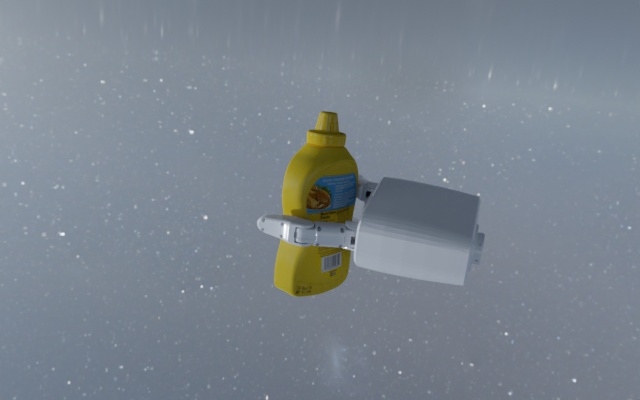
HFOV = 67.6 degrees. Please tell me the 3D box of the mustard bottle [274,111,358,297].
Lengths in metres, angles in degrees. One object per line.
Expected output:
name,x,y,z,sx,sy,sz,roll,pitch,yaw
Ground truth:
mustard bottle,0.000,0.002,0.514,0.058,0.192,0.096,19,20,41
